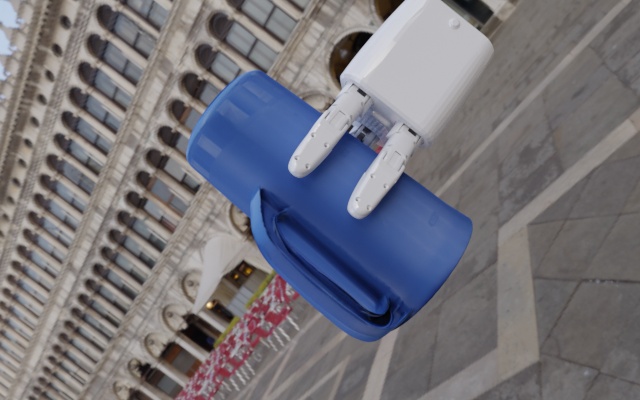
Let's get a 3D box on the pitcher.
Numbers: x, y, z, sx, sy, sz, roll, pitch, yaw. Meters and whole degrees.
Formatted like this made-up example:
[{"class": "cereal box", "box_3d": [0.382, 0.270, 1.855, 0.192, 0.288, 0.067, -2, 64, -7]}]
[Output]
[{"class": "pitcher", "box_3d": [0.000, 0.001, 0.426, 0.243, 0.145, 0.149, 38, -6, -1]}]
